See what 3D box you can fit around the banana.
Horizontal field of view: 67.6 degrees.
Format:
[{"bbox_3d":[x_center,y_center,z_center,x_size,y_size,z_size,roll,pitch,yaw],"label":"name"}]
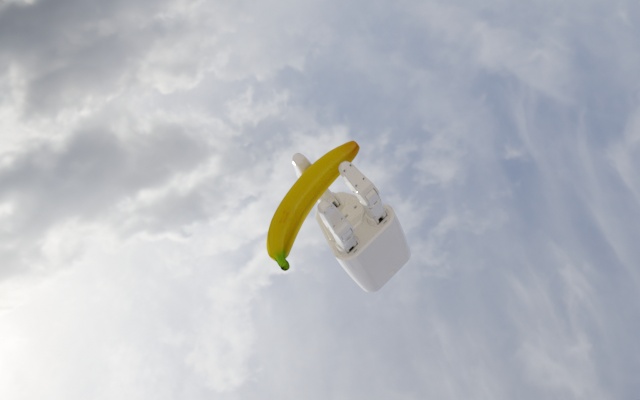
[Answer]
[{"bbox_3d":[-0.016,0.003,0.589,0.069,0.197,0.037,7,-34,37],"label":"banana"}]
